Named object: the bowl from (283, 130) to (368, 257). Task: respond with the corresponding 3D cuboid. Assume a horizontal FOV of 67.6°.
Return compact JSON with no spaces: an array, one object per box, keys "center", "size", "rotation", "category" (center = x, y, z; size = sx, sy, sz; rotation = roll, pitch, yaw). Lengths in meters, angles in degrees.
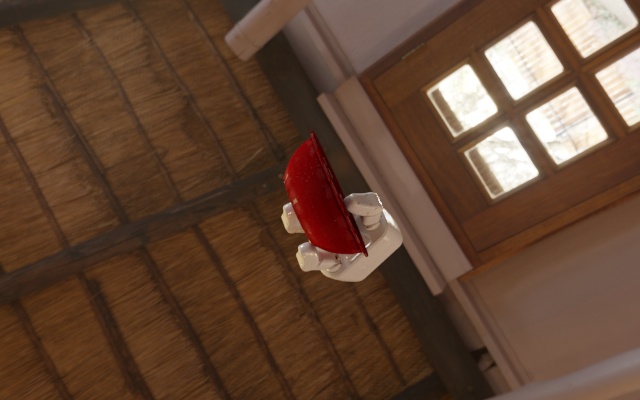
[{"center":[-0.001,0.001,0.562],"size":[0.055,0.162,0.162],"rotation":[-24,-2,4],"category":"bowl"}]
